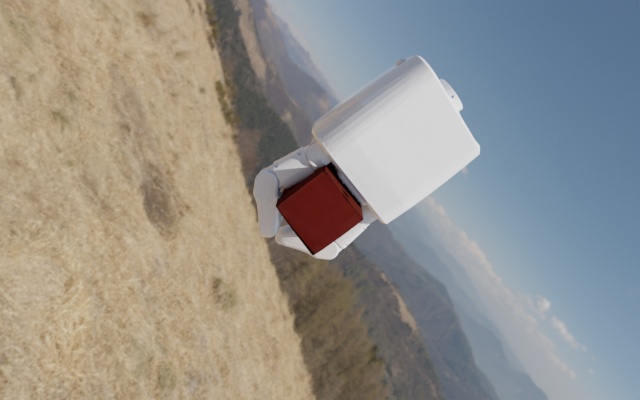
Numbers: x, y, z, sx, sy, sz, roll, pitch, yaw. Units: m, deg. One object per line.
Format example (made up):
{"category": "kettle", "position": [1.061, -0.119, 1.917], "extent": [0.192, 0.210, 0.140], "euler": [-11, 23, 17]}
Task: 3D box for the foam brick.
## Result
{"category": "foam brick", "position": [0.000, 0.002, 0.412], "extent": [0.051, 0.053, 0.078], "euler": [-35, 11, 9]}
